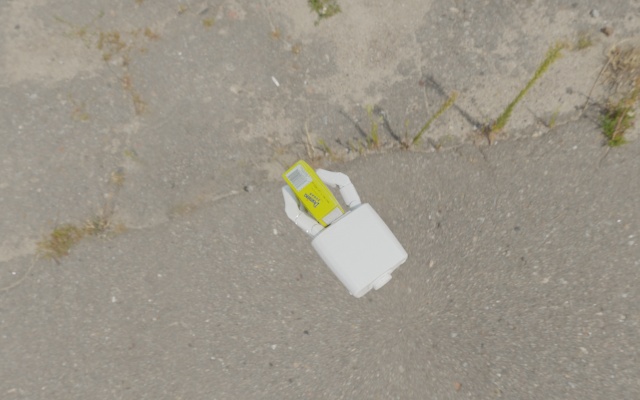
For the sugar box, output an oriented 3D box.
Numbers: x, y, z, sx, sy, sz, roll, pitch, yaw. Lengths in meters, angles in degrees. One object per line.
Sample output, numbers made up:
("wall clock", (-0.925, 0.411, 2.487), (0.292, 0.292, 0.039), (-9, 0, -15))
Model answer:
("sugar box", (0.000, 0.003, 0.775), (0.048, 0.093, 0.176), (-38, -17, -1))
